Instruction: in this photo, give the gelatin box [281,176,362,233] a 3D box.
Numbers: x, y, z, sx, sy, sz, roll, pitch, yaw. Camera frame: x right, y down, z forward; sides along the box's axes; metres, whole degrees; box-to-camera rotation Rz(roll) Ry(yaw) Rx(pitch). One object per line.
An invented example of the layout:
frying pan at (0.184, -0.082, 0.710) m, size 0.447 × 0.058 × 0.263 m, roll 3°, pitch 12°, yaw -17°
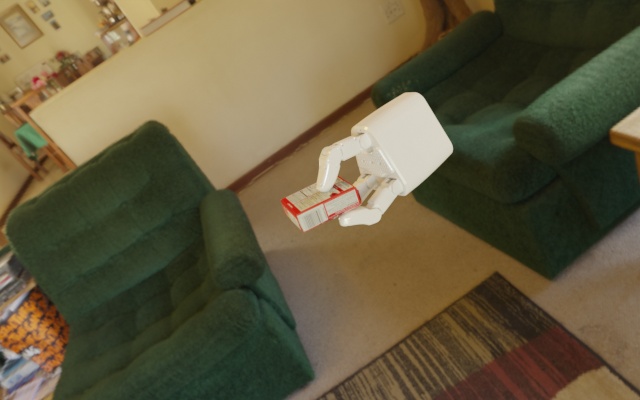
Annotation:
gelatin box at (0.000, 0.002, 0.636) m, size 0.089 × 0.030 × 0.073 m, roll -26°, pitch 24°, yaw -13°
